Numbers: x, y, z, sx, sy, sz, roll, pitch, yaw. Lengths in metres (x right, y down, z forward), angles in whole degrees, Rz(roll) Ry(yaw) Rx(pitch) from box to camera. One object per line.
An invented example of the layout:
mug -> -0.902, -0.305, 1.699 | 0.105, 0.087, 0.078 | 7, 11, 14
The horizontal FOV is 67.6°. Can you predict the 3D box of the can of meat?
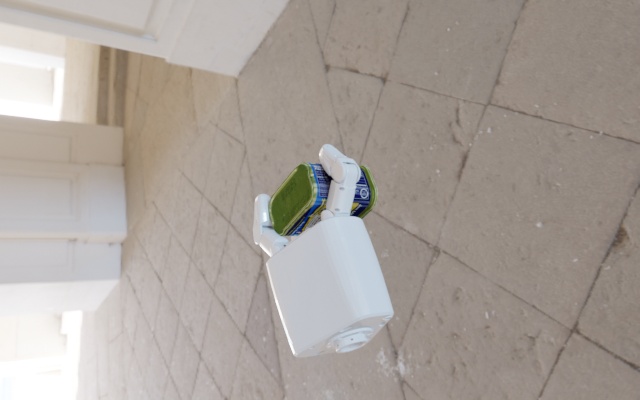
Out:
can of meat -> 0.000, 0.002, 0.541 | 0.084, 0.057, 0.102 | 3, -33, -34
